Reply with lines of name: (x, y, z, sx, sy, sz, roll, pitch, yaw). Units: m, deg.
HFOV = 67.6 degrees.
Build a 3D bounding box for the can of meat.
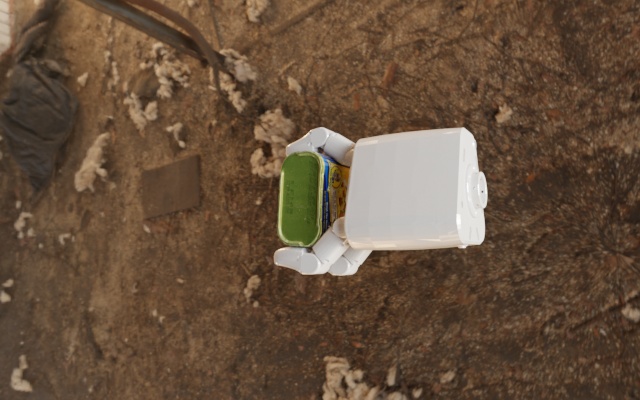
can of meat: (0.000, 0.002, 0.510, 0.057, 0.102, 0.084, -1, -6, 31)
